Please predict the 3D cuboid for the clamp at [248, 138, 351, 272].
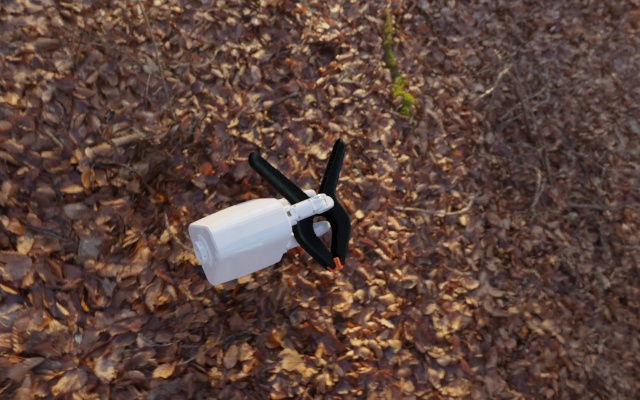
[{"bbox_3d":[0.000,0.003,0.728,0.164,0.210,0.036,-21,-7,-27],"label":"clamp"}]
